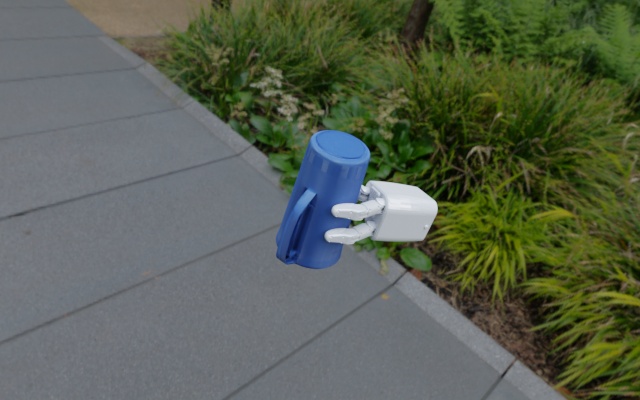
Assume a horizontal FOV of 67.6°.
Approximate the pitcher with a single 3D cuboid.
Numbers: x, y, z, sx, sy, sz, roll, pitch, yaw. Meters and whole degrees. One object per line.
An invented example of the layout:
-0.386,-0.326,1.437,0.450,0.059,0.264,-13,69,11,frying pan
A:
0.000,0.003,0.871,0.145,0.243,0.149,6,36,-16,pitcher
